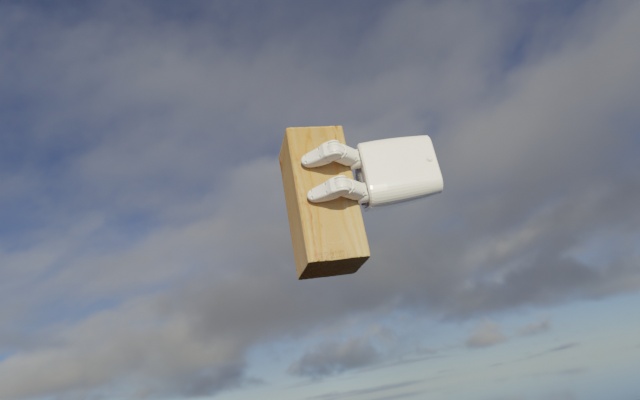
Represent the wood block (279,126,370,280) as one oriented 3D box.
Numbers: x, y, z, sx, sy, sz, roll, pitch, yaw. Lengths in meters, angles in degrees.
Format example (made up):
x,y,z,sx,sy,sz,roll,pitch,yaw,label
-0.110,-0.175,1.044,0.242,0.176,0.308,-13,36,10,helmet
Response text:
x,y,z,sx,sy,sz,roll,pitch,yaw,label
0.000,0.002,0.707,0.090,0.206,0.091,-5,-23,-14,wood block
